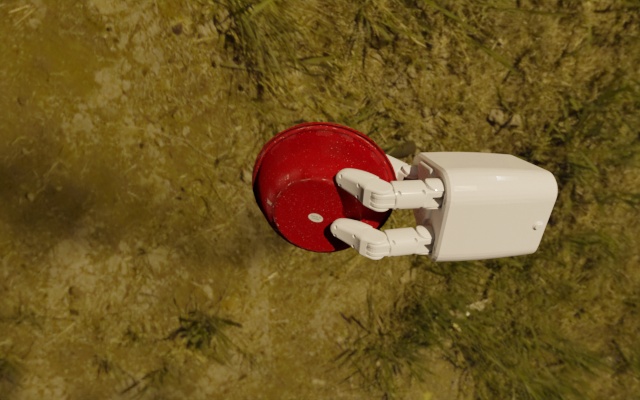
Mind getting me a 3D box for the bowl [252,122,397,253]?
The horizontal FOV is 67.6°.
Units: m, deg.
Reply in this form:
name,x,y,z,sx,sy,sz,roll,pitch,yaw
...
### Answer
name,x,y,z,sx,sy,sz,roll,pitch,yaw
bowl,-0.001,0.002,0.505,0.162,0.162,0.055,0,34,9
